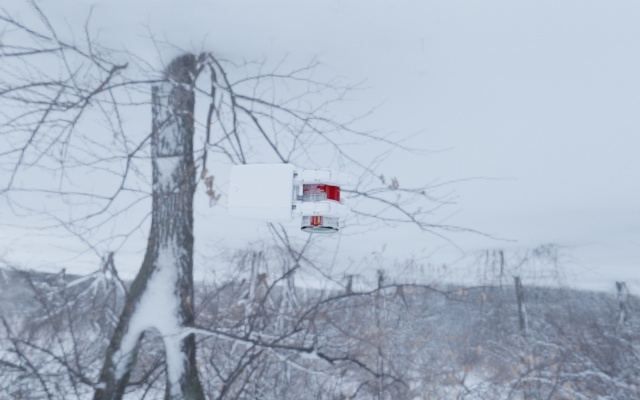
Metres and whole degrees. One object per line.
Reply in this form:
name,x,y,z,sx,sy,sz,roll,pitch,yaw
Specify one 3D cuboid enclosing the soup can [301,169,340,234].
soup can,0.001,0.003,0.827,0.068,0.102,0.068,2,-12,0
